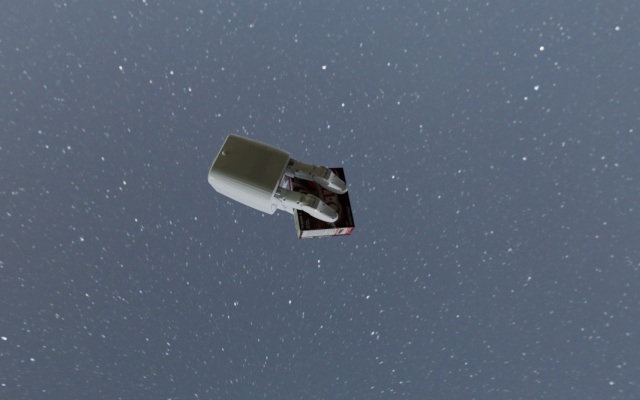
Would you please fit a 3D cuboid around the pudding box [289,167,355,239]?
[{"bbox_3d":[0.000,0.003,0.771,0.090,0.113,0.039,-4,-24,-13],"label":"pudding box"}]
